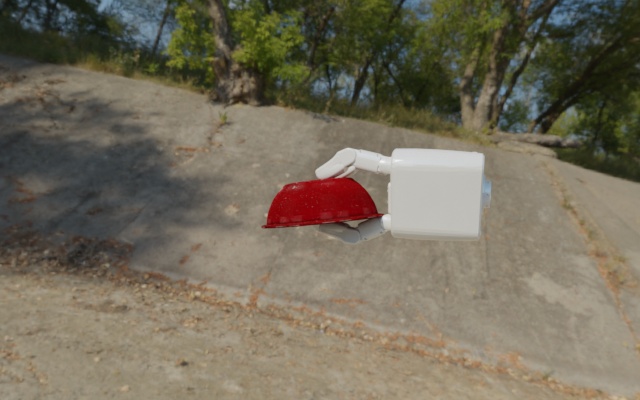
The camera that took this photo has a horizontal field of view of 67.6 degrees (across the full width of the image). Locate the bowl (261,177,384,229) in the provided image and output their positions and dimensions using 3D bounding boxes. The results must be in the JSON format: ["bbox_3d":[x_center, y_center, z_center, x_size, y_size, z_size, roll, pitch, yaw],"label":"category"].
[{"bbox_3d":[-0.001,0.002,0.630,0.162,0.055,0.162,-6,-1,0],"label":"bowl"}]
